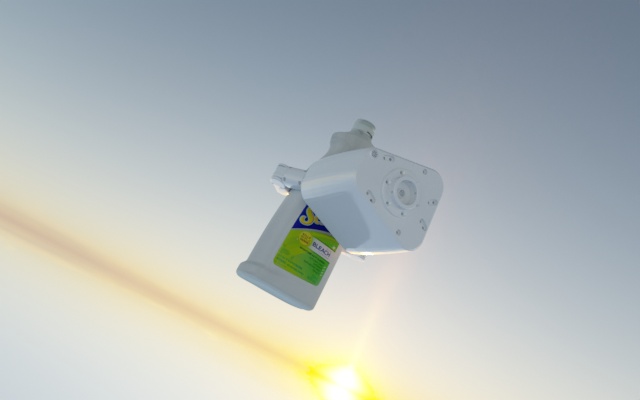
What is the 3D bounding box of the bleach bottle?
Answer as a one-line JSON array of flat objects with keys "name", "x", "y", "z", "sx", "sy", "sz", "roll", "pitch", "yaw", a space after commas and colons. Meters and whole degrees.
[{"name": "bleach bottle", "x": 0.000, "y": 0.002, "z": 0.591, "sx": 0.102, "sy": 0.250, "sz": 0.068, "roll": 34, "pitch": -20, "yaw": -22}]
